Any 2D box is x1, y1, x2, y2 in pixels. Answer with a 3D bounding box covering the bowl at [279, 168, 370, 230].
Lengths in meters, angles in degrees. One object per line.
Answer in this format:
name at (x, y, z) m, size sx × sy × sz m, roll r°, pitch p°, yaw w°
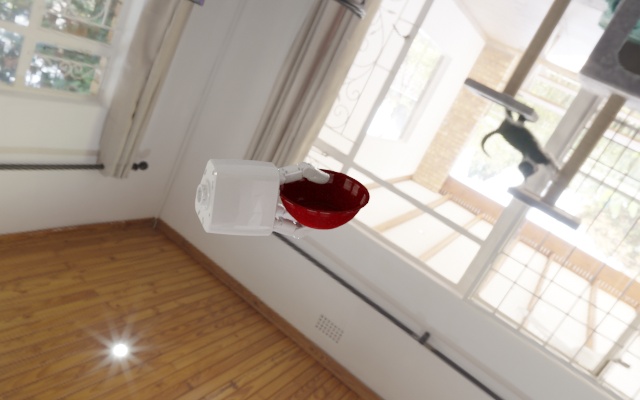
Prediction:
bowl at (0.001, 0.003, 0.809) m, size 0.162 × 0.055 × 0.162 m, roll 6°, pitch 28°, yaw -3°
